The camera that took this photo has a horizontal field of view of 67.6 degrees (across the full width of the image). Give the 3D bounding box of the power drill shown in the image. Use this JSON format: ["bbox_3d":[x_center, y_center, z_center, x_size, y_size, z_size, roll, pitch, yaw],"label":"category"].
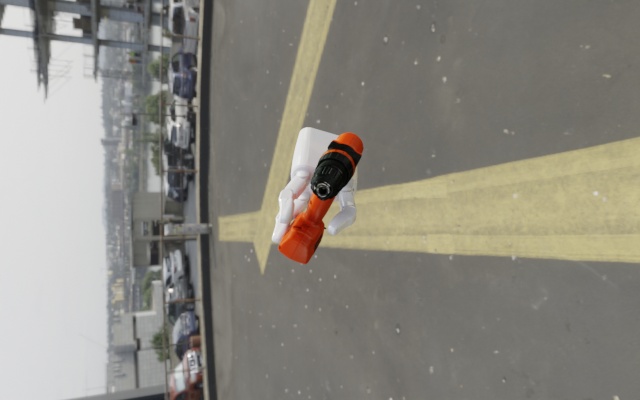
[{"bbox_3d":[0.000,0.003,0.708,0.057,0.188,0.184,29,30,3],"label":"power drill"}]
